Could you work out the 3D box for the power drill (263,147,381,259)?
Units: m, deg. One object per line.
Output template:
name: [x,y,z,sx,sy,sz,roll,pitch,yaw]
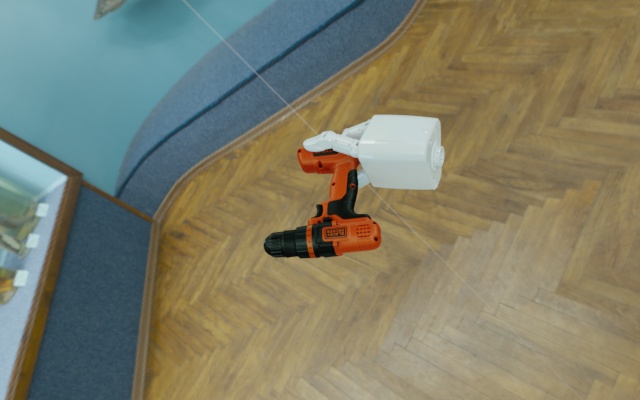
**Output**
power drill: [0.000,0.002,0.770,0.184,0.187,0.057,-6,-26,8]
